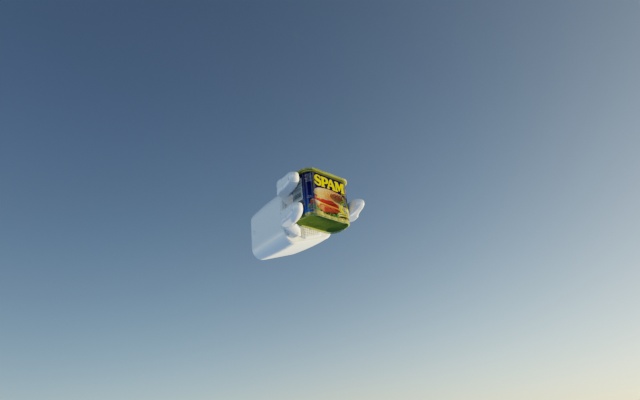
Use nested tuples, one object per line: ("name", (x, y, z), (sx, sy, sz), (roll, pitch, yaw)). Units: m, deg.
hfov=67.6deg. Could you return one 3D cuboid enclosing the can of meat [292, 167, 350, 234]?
("can of meat", (0.000, 0.003, 0.793), (0.102, 0.084, 0.057), (18, -34, -40))
